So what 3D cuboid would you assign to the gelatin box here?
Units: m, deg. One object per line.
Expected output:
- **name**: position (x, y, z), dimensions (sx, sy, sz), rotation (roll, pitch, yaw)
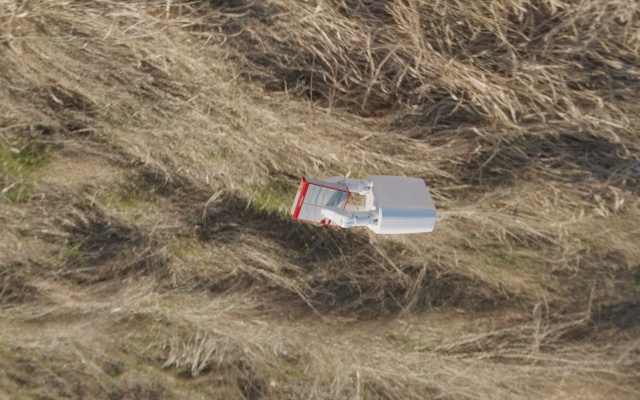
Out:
- **gelatin box**: position (0.000, 0.003, 0.849), dimensions (0.089, 0.073, 0.030), rotation (12, 23, -20)
